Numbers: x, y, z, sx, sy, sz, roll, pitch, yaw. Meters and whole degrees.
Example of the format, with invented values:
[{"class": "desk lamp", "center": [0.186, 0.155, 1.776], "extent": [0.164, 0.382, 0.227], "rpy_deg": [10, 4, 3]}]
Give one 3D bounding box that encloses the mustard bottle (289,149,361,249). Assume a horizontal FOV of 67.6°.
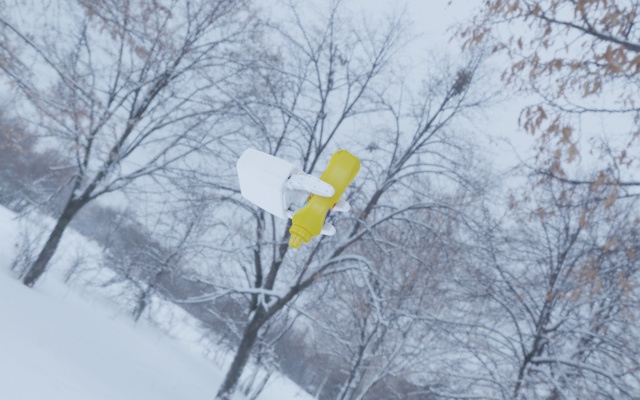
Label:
[{"class": "mustard bottle", "center": [0.001, 0.003, 0.855], "extent": [0.058, 0.191, 0.096], "rpy_deg": [34, -18, -2]}]
